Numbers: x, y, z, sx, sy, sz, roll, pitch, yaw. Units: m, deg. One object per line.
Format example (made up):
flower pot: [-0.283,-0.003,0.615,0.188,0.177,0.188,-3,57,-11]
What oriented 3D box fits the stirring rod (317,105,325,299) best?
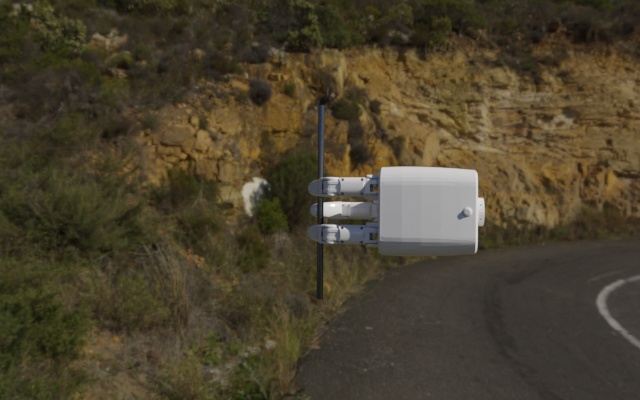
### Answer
stirring rod: [0.000,0.002,0.595,0.011,0.239,0.011,1,-1,0]
